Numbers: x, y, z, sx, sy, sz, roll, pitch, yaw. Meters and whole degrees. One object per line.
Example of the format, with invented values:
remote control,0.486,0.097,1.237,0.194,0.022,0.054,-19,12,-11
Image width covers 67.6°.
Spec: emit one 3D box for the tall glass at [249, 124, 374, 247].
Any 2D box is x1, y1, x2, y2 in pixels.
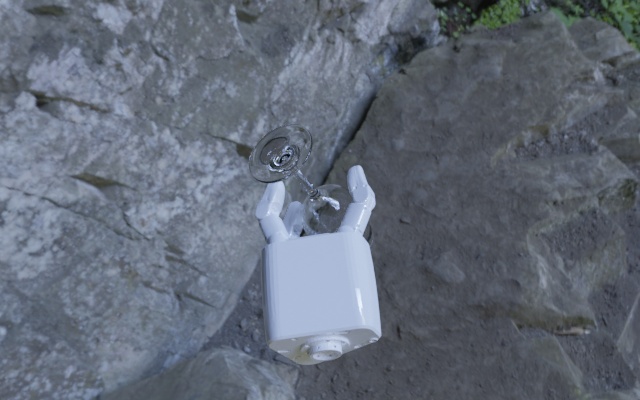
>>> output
tall glass,0.000,0.001,0.564,0.079,0.079,0.201,0,-31,29
